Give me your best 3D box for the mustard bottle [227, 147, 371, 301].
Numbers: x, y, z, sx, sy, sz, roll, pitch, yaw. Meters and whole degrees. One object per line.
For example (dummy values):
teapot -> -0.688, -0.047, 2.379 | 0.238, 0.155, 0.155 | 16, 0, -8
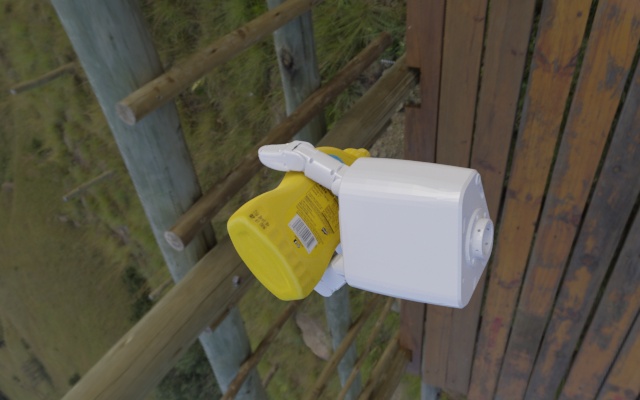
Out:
mustard bottle -> 0.000, 0.002, 0.474 | 0.058, 0.096, 0.191 | -21, 20, 47
